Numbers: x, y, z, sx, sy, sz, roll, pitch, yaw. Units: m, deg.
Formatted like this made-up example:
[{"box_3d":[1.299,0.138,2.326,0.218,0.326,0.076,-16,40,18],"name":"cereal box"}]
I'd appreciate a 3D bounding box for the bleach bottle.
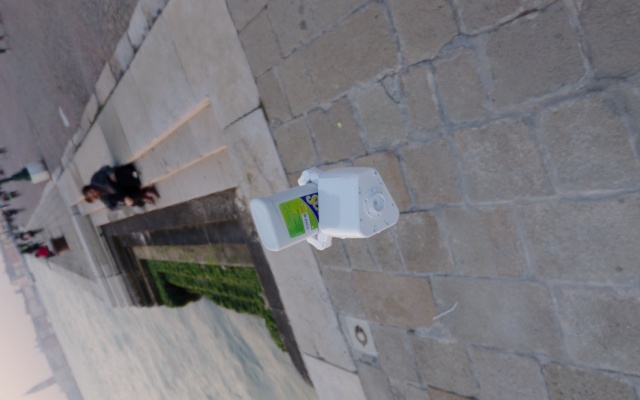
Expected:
[{"box_3d":[0.000,0.003,0.887,0.251,0.102,0.068,-23,13,-32],"name":"bleach bottle"}]
